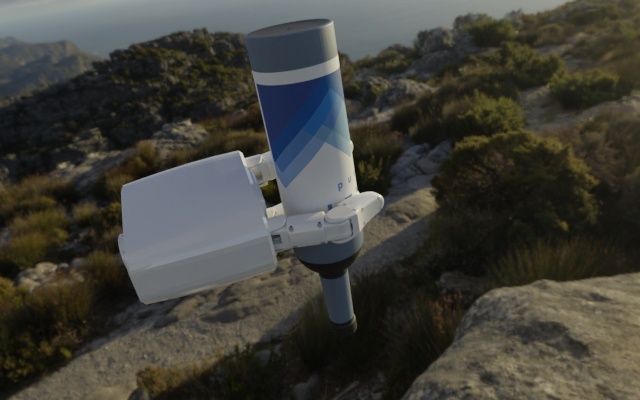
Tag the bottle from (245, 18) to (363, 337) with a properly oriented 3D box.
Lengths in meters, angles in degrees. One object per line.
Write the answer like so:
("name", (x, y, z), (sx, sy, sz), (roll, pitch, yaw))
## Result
("bottle", (0.000, 0.001, 0.419), (0.069, 0.296, 0.069), (-8, 27, 4))
